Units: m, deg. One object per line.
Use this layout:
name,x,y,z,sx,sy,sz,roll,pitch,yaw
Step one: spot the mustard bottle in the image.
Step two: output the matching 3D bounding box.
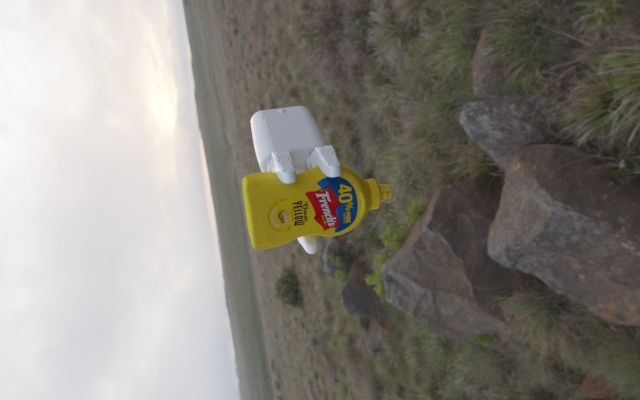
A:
mustard bottle,0.000,0.002,0.618,0.191,0.096,0.058,-9,23,-12
